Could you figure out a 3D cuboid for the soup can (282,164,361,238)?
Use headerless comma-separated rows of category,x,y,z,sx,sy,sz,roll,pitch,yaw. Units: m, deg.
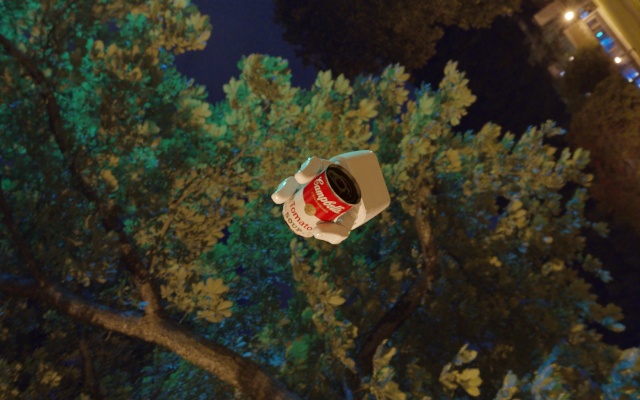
soup can,0.000,0.003,0.695,0.102,0.068,0.068,-38,-23,34
